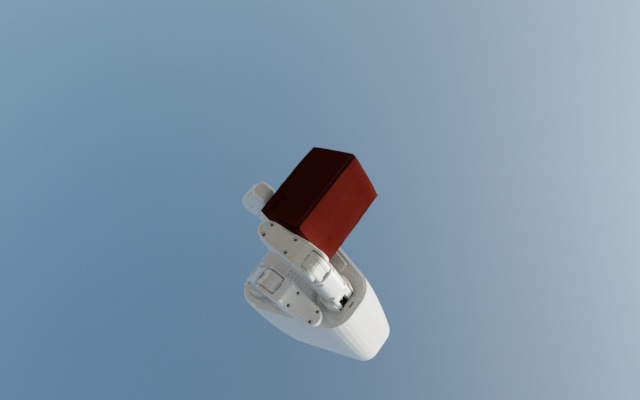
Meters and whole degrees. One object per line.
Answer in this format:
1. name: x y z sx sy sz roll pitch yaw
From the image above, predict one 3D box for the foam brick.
1. foam brick: 0.000 0.001 0.406 0.053 0.078 0.051 20 -24 48
